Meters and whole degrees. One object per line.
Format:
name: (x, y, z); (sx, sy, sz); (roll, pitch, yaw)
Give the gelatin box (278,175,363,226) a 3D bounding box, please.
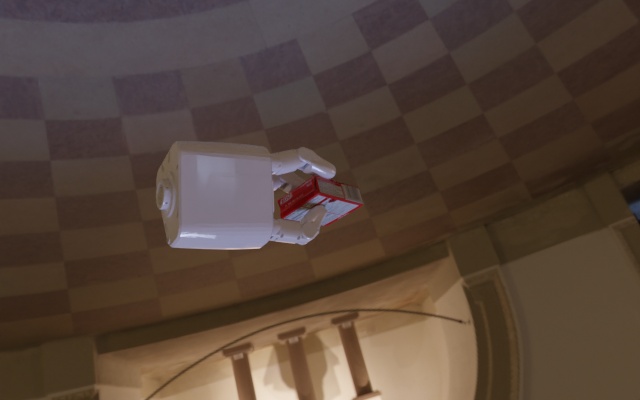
gelatin box: (0.000, 0.003, 0.632); (0.089, 0.030, 0.073); (14, -36, -43)
